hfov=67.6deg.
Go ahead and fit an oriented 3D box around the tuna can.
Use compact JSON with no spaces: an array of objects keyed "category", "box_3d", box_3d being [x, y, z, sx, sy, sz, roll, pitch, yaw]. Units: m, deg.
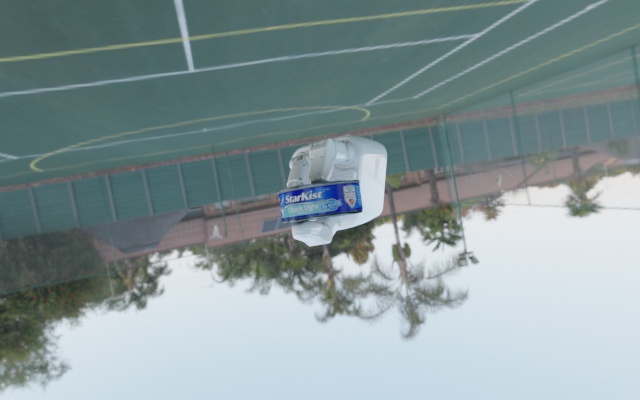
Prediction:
[{"category":"tuna can","box_3d":[0.000,0.002,0.490,0.086,0.034,0.086,-8,-3,0]}]
